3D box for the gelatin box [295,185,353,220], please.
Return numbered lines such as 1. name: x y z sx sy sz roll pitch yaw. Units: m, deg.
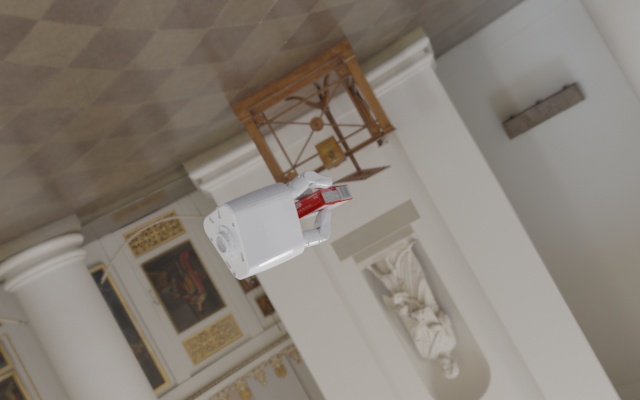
1. gelatin box: 0.001 0.003 0.805 0.073 0.030 0.089 -28 -9 35
